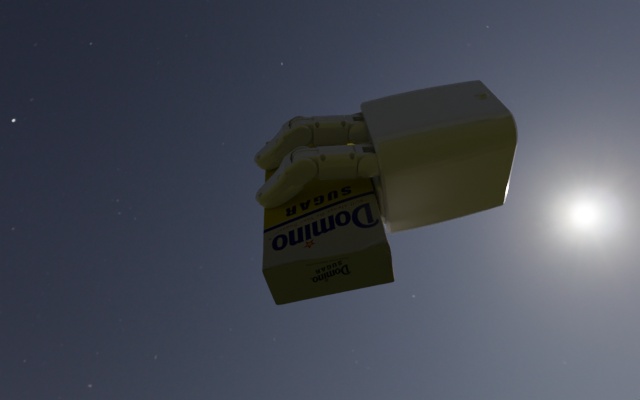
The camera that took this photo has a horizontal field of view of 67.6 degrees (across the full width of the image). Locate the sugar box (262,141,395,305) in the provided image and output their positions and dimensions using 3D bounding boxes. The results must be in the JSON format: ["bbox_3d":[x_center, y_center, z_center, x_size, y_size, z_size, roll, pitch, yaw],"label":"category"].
[{"bbox_3d":[0.000,0.001,0.407,0.093,0.048,0.176,-12,35,3],"label":"sugar box"}]
